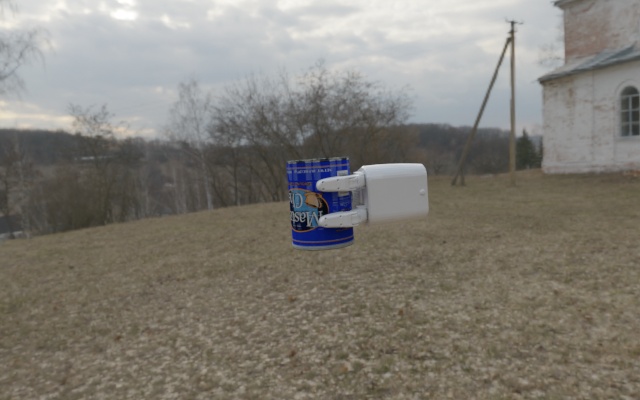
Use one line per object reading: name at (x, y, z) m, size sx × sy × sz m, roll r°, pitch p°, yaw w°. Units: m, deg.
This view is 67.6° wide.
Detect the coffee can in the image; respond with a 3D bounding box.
coffee can at (0.000, 0.003, 0.776) m, size 0.103 × 0.140 × 0.103 m, roll -4°, pitch 6°, yaw 0°
